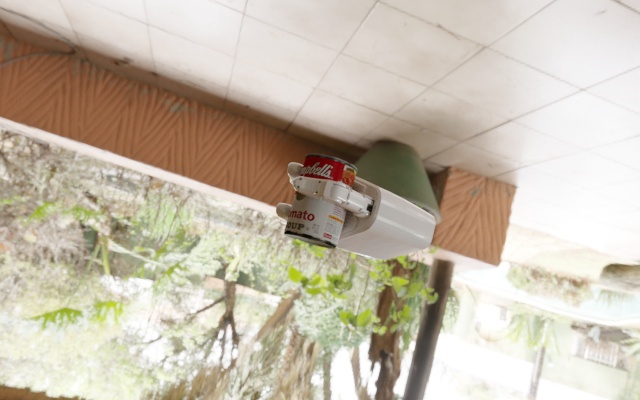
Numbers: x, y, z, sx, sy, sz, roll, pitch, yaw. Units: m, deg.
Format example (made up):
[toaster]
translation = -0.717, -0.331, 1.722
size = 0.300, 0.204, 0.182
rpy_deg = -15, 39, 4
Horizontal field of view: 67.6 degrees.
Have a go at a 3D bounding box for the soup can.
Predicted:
[soup can]
translation = 0.000, 0.002, 0.588
size = 0.068, 0.102, 0.068
rpy_deg = 15, -10, 3
